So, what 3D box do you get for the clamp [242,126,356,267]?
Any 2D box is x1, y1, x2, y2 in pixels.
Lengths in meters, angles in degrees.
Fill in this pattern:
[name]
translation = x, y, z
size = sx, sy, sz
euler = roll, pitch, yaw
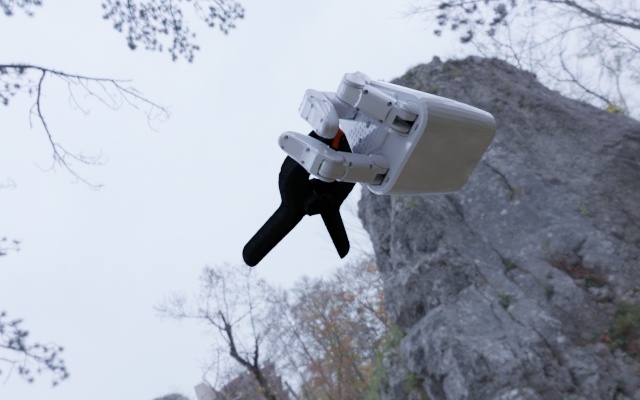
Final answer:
[clamp]
translation = 0.000, 0.001, 0.476
size = 0.120, 0.171, 0.039
euler = 2, 39, -35
